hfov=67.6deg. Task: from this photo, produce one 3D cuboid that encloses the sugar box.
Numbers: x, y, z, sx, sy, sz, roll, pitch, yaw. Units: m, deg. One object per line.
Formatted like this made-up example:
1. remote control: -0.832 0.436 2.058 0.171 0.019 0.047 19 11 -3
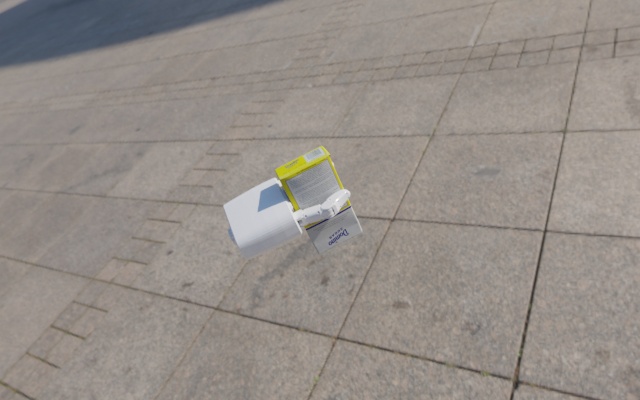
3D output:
1. sugar box: 0.000 0.002 0.832 0.093 0.176 0.048 -27 35 -3
